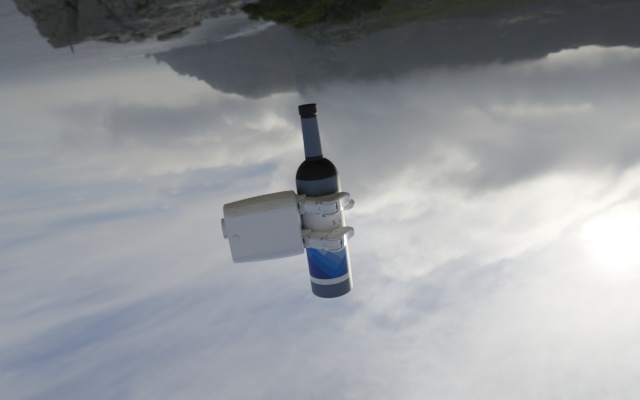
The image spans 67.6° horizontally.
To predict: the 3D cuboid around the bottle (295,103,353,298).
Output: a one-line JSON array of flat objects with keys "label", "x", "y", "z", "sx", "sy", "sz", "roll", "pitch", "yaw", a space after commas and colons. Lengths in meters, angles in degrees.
[{"label": "bottle", "x": 0.000, "y": 0.003, "z": 0.727, "sx": 0.069, "sy": 0.296, "sz": 0.069, "roll": -7, "pitch": 17, "yaw": 2}]
